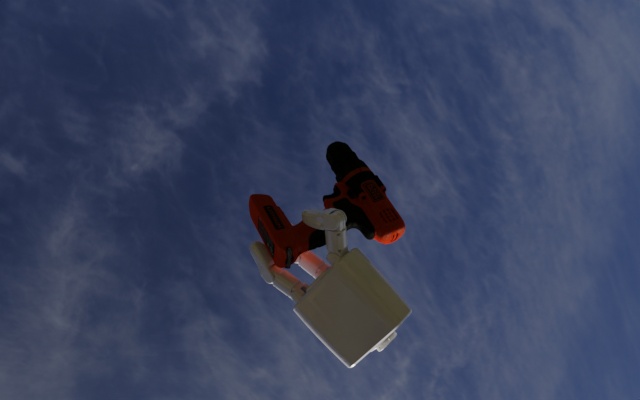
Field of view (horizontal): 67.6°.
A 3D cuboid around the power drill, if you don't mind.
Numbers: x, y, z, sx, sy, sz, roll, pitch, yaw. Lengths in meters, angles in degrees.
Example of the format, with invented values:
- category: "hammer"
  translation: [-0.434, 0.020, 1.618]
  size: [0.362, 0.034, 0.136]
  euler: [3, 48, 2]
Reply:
- category: "power drill"
  translation: [0.000, 0.003, 0.665]
  size: [0.187, 0.184, 0.057]
  euler: [-20, -34, -19]
